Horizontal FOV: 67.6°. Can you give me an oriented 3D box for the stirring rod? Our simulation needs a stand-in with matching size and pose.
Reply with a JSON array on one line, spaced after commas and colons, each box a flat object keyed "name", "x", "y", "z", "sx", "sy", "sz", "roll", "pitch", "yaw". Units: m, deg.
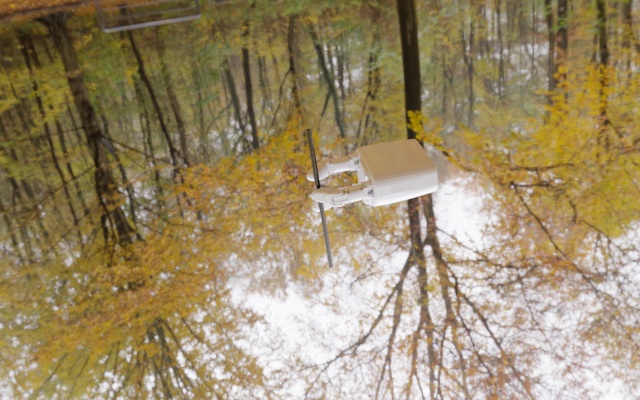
[{"name": "stirring rod", "x": 0.000, "y": 0.002, "z": 0.773, "sx": 0.011, "sy": 0.240, "sz": 0.011, "roll": -8, "pitch": 21, "yaw": 3}]
